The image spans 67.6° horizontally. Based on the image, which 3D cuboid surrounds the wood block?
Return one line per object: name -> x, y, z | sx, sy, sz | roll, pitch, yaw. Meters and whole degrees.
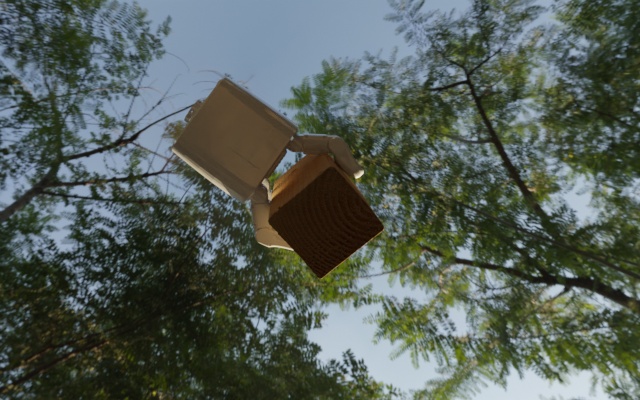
wood block -> 0.000, 0.001, 0.589 | 0.091, 0.090, 0.206 | -40, 12, 6
